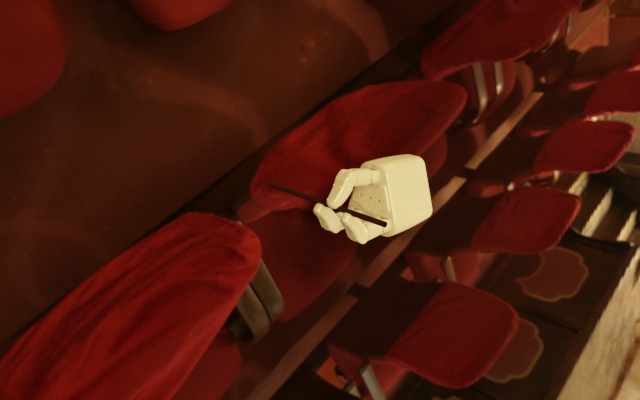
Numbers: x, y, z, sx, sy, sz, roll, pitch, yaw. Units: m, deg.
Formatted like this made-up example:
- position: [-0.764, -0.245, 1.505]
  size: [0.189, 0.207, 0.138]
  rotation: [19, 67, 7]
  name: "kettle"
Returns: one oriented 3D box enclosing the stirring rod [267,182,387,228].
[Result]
- position: [0.000, 0.002, 0.696]
  size: [0.011, 0.011, 0.239]
  rotation: [0, 14, -46]
  name: "stirring rod"
